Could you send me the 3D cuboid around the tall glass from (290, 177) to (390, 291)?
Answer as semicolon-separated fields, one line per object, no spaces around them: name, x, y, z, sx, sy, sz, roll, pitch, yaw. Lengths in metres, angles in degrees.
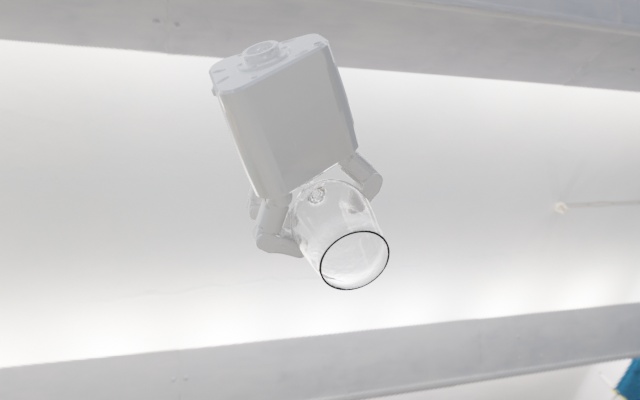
tall glass;0.000;0.001;0.474;0.079;0.079;0.201;0;30;-20
